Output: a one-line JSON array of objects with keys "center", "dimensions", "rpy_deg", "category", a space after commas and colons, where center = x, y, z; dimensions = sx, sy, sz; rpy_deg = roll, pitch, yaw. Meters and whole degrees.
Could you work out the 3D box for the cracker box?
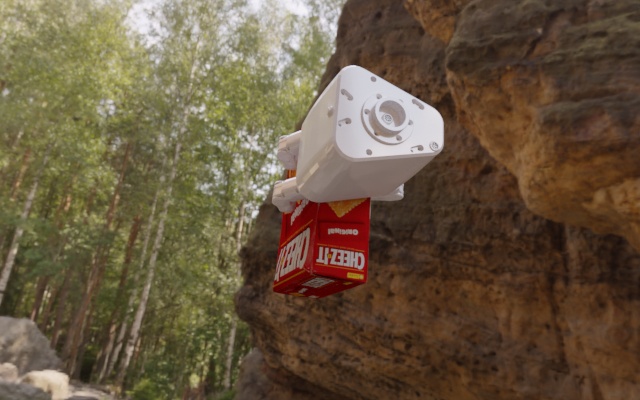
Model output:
[{"center": [0.000, 0.002, 0.583], "dimensions": [0.072, 0.213, 0.164], "rpy_deg": [11, -20, -16], "category": "cracker box"}]
